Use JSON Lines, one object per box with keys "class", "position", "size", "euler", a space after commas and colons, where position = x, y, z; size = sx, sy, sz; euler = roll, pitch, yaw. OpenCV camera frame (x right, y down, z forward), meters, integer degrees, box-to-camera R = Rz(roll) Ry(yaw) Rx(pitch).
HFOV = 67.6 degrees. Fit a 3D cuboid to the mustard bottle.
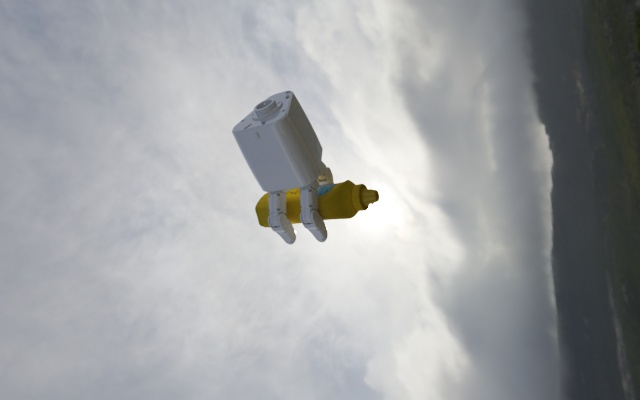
{"class": "mustard bottle", "position": [0.000, 0.003, 0.741], "size": [0.191, 0.058, 0.096], "euler": [-7, 12, 29]}
